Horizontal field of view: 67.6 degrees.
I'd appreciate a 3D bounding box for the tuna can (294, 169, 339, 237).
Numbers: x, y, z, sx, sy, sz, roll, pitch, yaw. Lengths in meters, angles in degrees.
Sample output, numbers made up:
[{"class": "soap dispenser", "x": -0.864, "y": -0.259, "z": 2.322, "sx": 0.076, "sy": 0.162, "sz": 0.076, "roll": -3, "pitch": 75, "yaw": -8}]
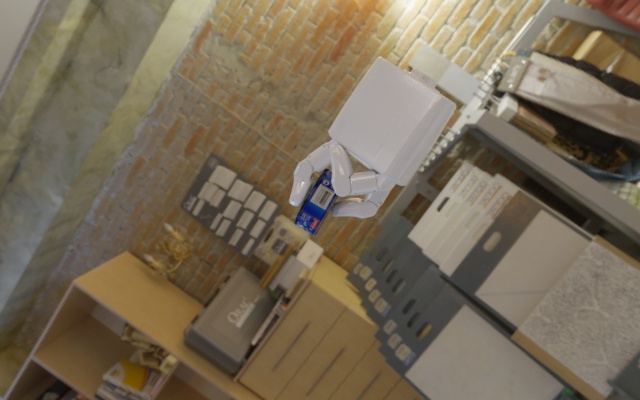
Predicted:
[{"class": "tuna can", "x": 0.000, "y": 0.002, "z": 0.618, "sx": 0.034, "sy": 0.086, "sz": 0.086, "roll": 30, "pitch": 1, "yaw": 2}]
